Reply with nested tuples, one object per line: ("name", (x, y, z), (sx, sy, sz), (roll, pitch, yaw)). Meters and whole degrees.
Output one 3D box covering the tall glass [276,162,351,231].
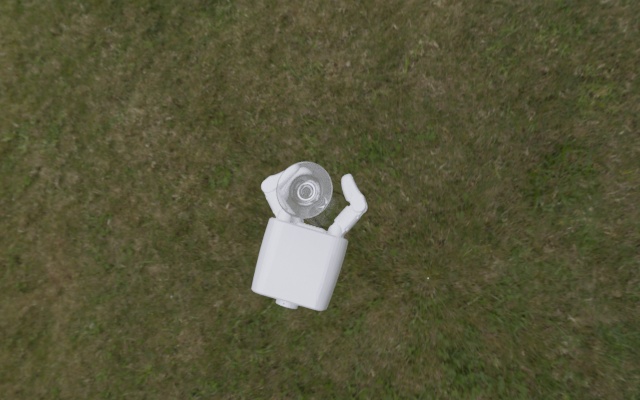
("tall glass", (0.000, 0.002, 0.704), (0.079, 0.079, 0.201), (0, -9, 13))
